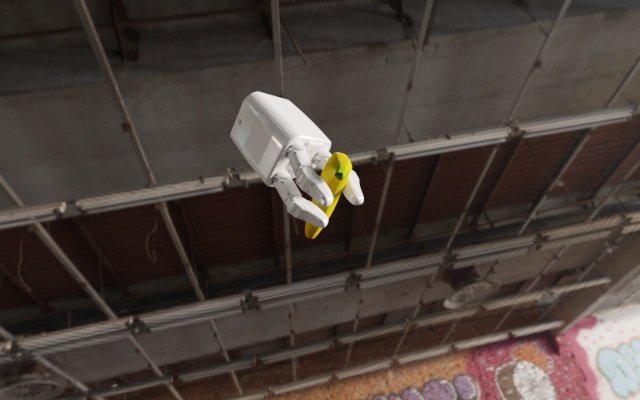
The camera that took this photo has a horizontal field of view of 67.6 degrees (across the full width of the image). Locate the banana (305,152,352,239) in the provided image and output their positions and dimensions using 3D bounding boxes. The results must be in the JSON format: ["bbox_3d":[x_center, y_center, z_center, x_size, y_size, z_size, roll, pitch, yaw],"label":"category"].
[{"bbox_3d":[0.009,-0.013,0.686,0.037,0.069,0.198,30,-31,5],"label":"banana"}]
